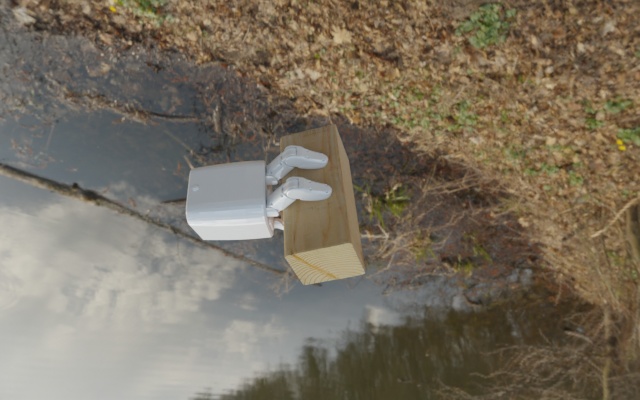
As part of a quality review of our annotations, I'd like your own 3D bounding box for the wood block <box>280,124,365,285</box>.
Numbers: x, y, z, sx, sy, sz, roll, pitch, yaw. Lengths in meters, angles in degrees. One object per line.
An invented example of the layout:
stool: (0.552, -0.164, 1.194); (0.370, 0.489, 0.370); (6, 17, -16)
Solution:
wood block: (0.000, 0.003, 0.682); (0.090, 0.206, 0.091); (-12, -37, 10)
